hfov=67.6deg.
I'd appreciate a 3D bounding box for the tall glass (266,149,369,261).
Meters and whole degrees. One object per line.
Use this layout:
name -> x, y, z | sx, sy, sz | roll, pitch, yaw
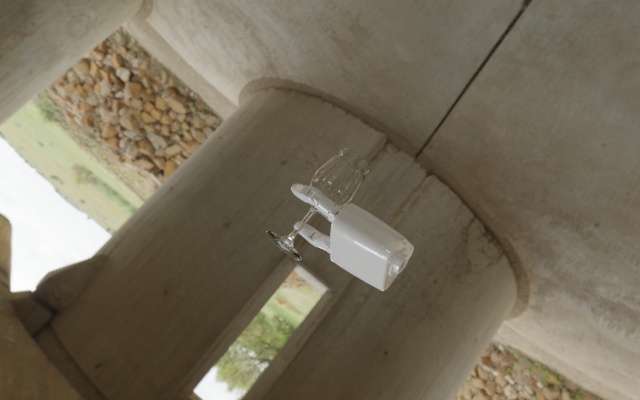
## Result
tall glass -> 0.000, 0.003, 0.817 | 0.079, 0.201, 0.079 | 35, -18, 13
